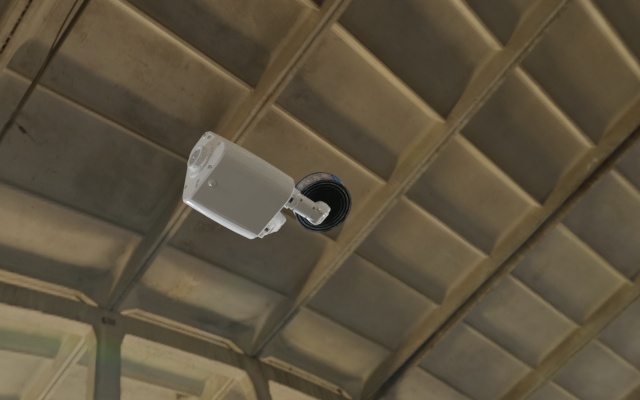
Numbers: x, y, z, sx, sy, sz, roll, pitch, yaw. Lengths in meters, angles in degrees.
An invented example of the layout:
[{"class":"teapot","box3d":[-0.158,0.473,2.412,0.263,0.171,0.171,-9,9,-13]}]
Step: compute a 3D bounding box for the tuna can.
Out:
[{"class":"tuna can","box3d":[0.000,0.002,0.702,0.086,0.086,0.033,0,28,-18]}]
